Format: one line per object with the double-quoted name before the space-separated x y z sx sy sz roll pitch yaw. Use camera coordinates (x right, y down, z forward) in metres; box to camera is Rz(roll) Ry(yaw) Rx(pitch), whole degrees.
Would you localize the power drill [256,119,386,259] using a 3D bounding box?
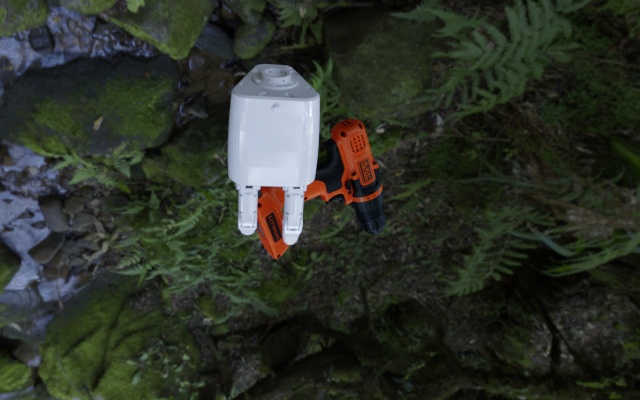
"power drill" 0.000 0.002 0.656 0.187 0.184 0.057 -28 31 -16
